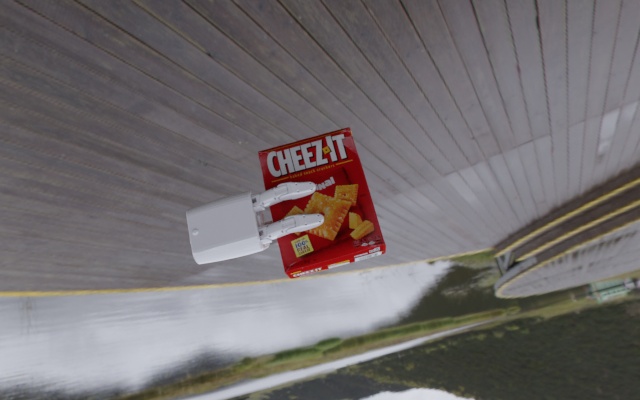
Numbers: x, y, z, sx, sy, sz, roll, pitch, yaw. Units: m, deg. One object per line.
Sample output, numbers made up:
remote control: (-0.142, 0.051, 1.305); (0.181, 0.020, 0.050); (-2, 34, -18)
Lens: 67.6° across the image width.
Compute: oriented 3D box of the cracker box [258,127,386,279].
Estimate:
cracker box: (0.000, 0.003, 0.786); (0.164, 0.213, 0.072); (-15, -19, 0)
